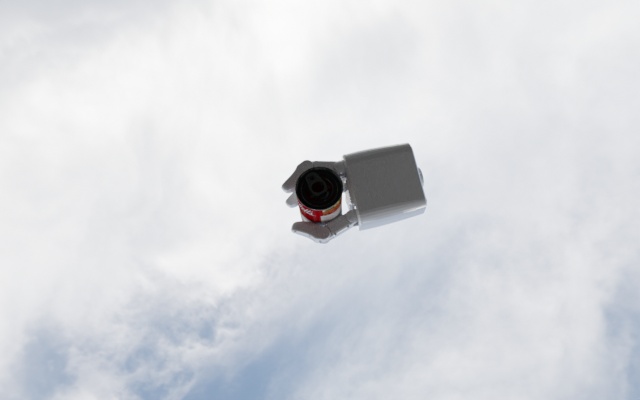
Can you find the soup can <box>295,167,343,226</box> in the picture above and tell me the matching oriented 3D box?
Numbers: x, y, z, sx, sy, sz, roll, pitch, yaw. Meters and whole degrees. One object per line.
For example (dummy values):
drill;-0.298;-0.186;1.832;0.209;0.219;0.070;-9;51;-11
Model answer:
soup can;0.000;0.003;0.715;0.068;0.068;0.102;0;-24;2
